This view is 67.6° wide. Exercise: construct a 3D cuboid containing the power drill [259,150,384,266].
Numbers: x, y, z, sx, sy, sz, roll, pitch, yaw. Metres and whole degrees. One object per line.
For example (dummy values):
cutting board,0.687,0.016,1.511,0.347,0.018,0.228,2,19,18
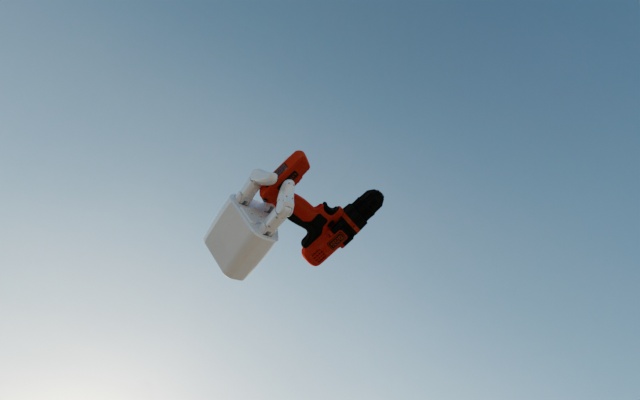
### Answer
power drill,0.000,0.003,0.842,0.188,0.184,0.057,47,0,-22
